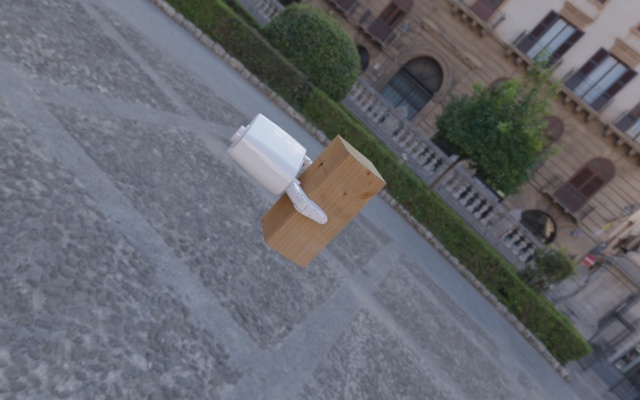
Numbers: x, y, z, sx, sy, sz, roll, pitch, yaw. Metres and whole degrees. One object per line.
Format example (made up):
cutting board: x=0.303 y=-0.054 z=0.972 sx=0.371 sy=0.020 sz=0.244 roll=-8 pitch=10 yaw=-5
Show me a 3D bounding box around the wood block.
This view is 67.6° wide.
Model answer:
wood block: x=0.000 y=0.003 z=0.821 sx=0.090 sy=0.206 sz=0.090 roll=36 pitch=15 yaw=-26
